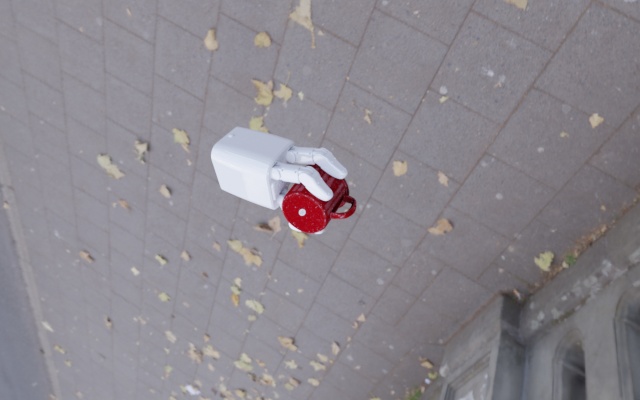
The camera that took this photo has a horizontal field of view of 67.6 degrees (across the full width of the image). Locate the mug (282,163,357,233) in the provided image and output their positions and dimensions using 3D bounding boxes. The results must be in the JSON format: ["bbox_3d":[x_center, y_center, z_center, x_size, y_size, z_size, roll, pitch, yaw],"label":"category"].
[{"bbox_3d":[0.001,0.003,0.770,0.117,0.093,0.081,17,41,17],"label":"mug"}]
